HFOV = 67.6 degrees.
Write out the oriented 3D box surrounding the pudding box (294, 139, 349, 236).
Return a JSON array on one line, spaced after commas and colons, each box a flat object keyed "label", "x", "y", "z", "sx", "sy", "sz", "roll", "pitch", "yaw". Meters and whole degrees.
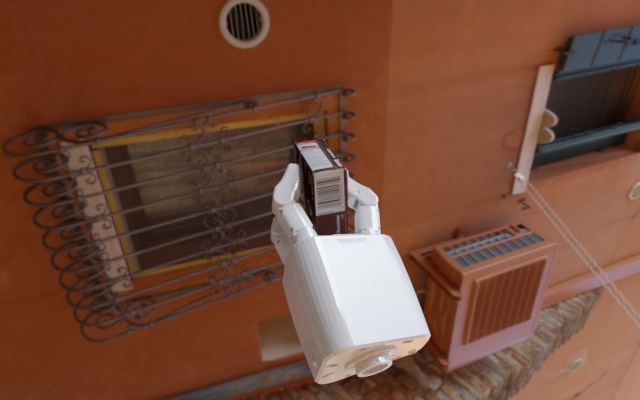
[{"label": "pudding box", "x": 0.000, "y": 0.002, "z": 0.513, "sx": 0.039, "sy": 0.113, "sz": 0.090, "roll": -8, "pitch": 27, "yaw": -13}]
